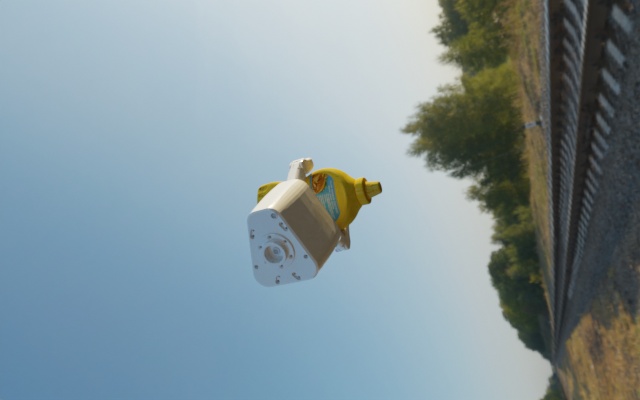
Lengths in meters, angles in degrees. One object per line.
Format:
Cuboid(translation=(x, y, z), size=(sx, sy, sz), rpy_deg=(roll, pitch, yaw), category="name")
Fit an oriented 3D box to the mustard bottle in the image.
Cuboid(translation=(0.000, 0.002, 0.724), size=(0.191, 0.096, 0.058), rpy_deg=(-14, -8, 21), category="mustard bottle")
